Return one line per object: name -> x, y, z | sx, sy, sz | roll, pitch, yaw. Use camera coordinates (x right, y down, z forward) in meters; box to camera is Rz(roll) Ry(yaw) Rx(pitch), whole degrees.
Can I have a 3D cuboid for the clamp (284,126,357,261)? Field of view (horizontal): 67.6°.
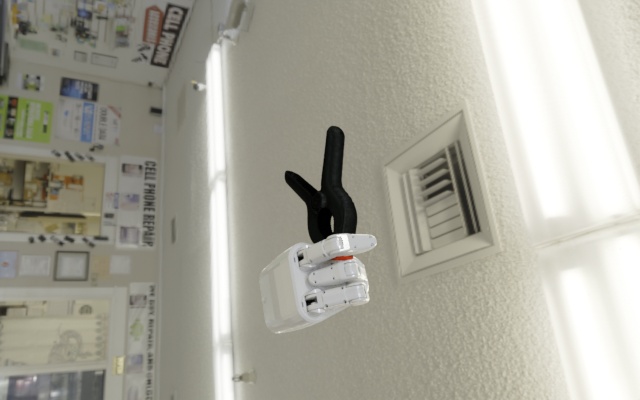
clamp -> 0.001, 0.002, 0.620 | 0.039, 0.171, 0.120 | 7, -26, -32
